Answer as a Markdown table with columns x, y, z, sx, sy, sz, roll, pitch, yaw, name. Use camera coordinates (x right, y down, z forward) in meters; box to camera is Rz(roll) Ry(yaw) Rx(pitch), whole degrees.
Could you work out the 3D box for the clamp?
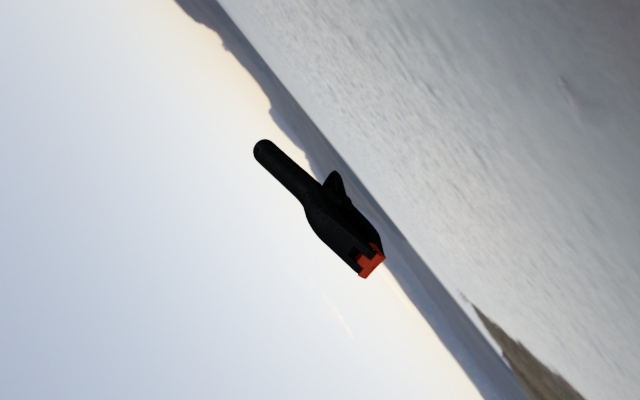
| x | y | z | sx | sy | sz | roll | pitch | yaw | name |
| --- | --- | --- | --- | --- | --- | --- | --- | --- | --- |
| 0.000 | 0.002 | 0.455 | 0.120 | 0.039 | 0.171 | 19 | 23 | -33 | clamp |
